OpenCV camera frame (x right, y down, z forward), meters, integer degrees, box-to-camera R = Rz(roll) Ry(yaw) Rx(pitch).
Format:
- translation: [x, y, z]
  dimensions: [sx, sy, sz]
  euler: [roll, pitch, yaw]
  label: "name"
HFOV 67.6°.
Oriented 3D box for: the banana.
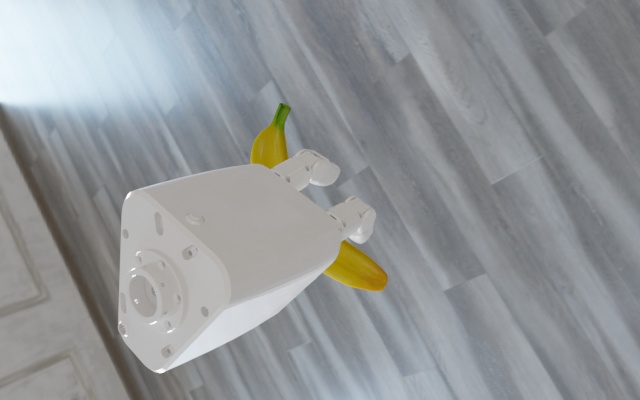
- translation: [-0.014, 0.008, 0.442]
  dimensions: [0.070, 0.197, 0.037]
  euler: [-37, -12, 31]
  label: "banana"
